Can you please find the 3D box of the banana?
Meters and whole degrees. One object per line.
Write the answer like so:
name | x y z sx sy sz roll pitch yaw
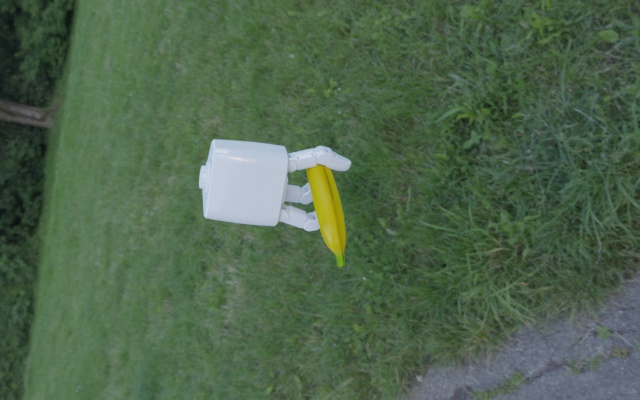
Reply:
banana | 0.004 -0.004 0.698 0.037 0.197 0.070 -5 -30 -14
